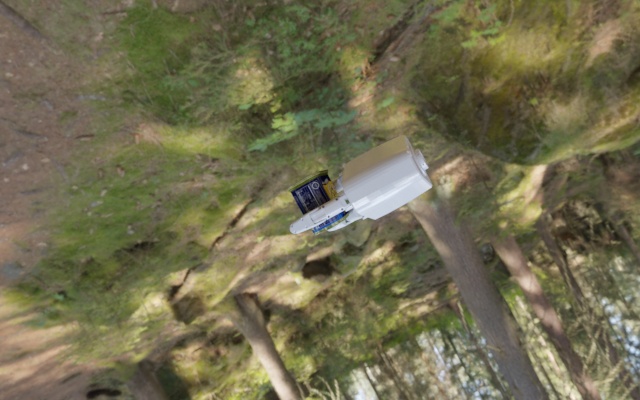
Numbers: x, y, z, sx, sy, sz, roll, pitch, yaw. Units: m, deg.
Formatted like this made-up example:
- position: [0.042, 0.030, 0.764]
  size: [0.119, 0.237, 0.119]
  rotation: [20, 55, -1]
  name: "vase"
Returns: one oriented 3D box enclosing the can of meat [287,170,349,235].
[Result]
- position: [0.000, 0.003, 0.748]
  size: [0.057, 0.084, 0.102]
  rotation: [-29, 0, 13]
  name: "can of meat"
